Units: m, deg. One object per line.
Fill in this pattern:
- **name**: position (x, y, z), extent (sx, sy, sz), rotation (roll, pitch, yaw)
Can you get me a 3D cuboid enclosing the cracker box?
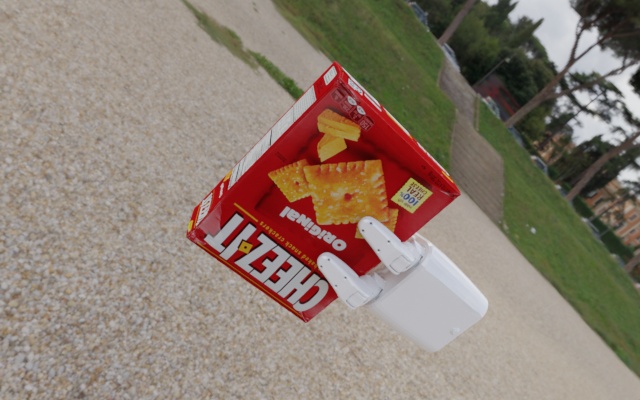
- **cracker box**: position (0.000, 0.001, 0.474), extent (0.164, 0.214, 0.072), rotation (40, 18, -20)
